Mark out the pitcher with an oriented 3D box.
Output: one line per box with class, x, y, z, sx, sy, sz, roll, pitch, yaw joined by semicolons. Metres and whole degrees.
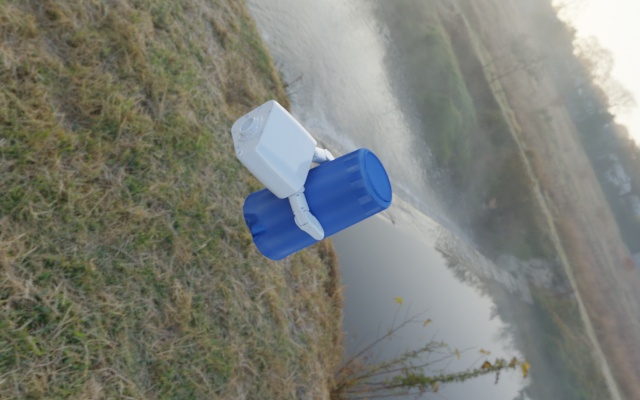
pitcher;0.000;0.003;0.835;0.243;0.149;0.145;-24;-48;26
